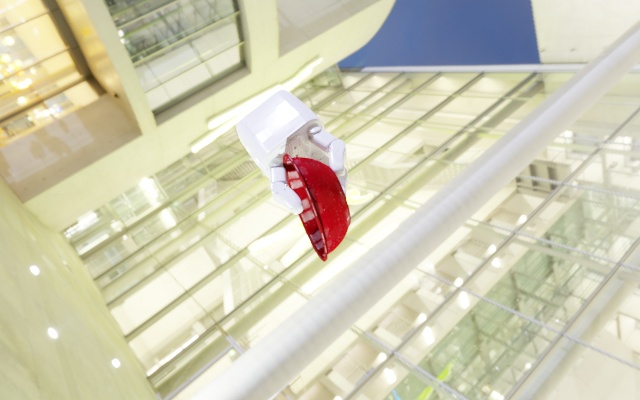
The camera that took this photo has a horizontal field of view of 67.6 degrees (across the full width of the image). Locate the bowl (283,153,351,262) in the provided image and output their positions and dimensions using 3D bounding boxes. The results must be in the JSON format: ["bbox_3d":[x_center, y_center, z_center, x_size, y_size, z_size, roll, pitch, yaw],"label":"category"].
[{"bbox_3d":[0.001,0.003,0.676,0.055,0.162,0.162,-20,4,-10],"label":"bowl"}]
